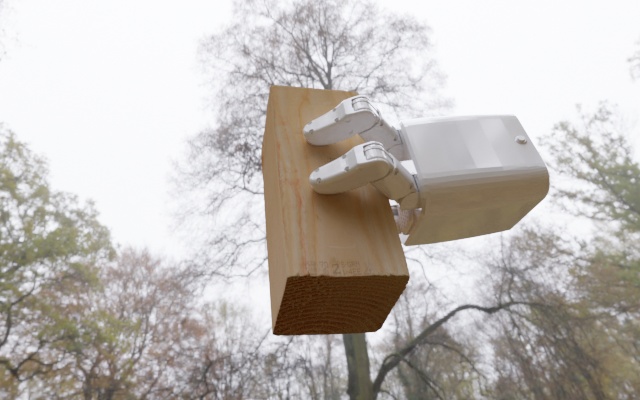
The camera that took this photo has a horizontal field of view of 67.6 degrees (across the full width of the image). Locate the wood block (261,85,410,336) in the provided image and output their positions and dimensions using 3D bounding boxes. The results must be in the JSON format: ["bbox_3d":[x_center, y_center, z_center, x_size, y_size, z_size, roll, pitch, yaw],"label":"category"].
[{"bbox_3d":[0.000,0.001,0.416,0.090,0.206,0.091,1,-41,-12],"label":"wood block"}]
